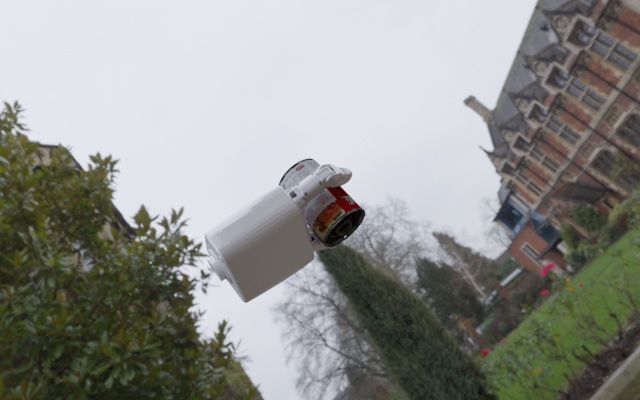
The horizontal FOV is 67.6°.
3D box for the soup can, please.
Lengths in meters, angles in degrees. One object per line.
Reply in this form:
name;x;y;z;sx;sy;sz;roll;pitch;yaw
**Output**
soup can;0.000;0.002;0.623;0.102;0.068;0.068;47;24;24
